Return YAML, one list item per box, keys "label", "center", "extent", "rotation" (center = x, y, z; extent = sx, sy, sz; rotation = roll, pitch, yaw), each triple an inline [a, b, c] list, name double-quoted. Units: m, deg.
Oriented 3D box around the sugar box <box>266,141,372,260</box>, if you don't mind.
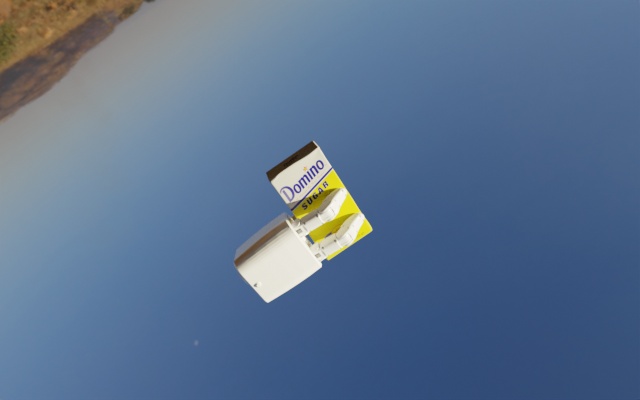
- label: "sugar box"
  center: [0.000, 0.003, 0.766]
  extent: [0.093, 0.176, 0.048]
  rotation: [-35, 28, 1]
